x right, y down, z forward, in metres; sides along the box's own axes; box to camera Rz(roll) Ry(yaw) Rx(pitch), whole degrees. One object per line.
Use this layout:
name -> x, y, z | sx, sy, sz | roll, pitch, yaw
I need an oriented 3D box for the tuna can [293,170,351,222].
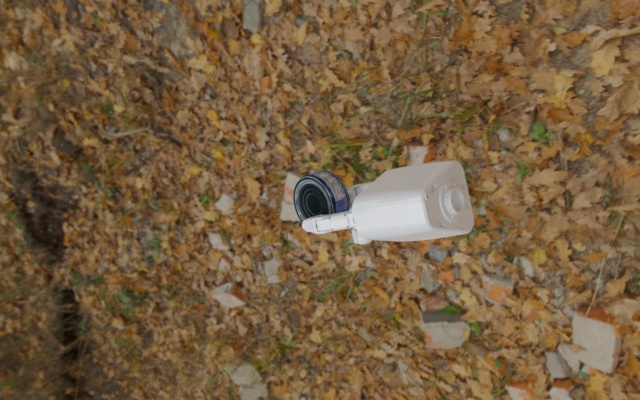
tuna can -> 0.000, 0.002, 0.677 | 0.033, 0.086, 0.086 | -20, 13, -41
